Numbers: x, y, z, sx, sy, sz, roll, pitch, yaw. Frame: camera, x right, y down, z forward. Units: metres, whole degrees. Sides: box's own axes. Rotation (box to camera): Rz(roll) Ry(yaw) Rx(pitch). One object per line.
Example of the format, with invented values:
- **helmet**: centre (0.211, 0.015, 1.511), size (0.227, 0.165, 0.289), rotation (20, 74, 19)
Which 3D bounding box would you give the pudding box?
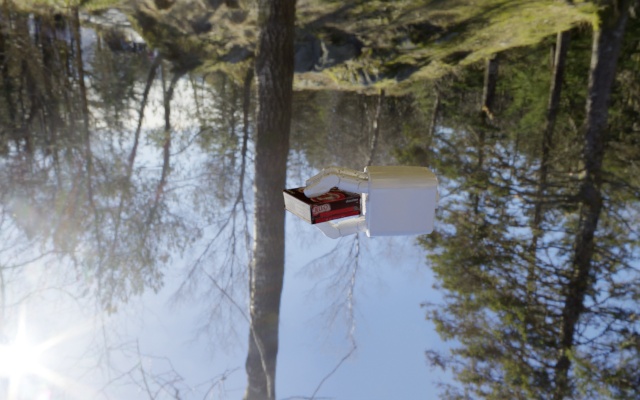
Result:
- **pudding box**: centre (0.000, 0.003, 0.782), size (0.090, 0.039, 0.113), rotation (-10, 15, -26)
